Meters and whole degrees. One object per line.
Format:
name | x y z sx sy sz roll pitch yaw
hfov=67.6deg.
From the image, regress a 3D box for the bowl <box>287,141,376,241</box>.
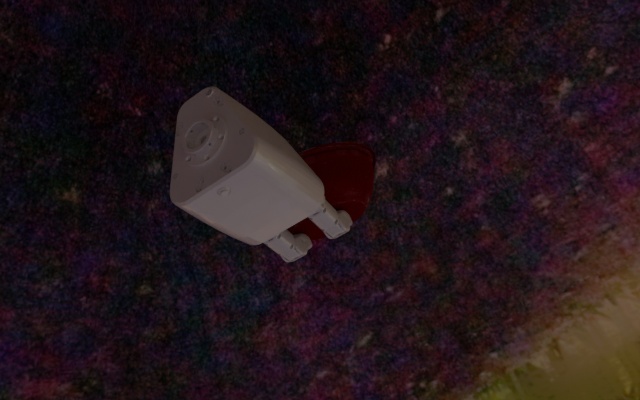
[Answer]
bowl | 0.001 0.002 0.554 0.162 0.055 0.162 -19 -23 -9
